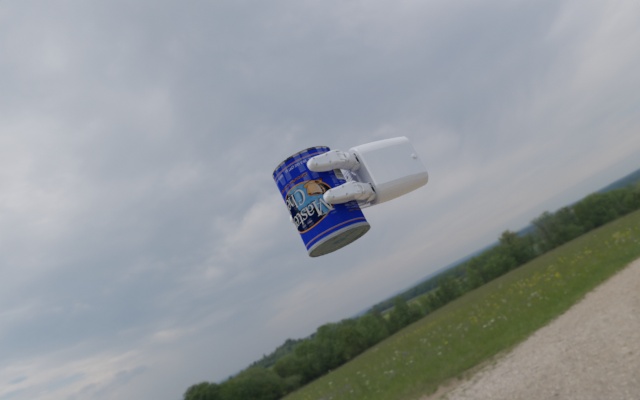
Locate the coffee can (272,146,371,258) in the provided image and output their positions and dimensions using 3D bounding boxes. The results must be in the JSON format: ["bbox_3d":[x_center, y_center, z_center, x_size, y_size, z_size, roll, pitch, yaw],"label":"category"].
[{"bbox_3d":[0.000,0.003,0.735,0.103,0.140,0.103,-24,-16,-8],"label":"coffee can"}]
